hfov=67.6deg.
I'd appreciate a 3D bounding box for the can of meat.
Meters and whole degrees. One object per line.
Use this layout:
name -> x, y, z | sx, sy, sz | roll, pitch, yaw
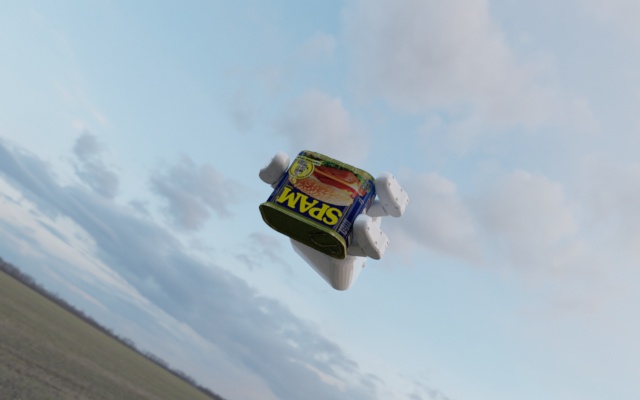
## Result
can of meat -> 0.000, 0.001, 0.511 | 0.102, 0.084, 0.057 | 23, -26, 18
